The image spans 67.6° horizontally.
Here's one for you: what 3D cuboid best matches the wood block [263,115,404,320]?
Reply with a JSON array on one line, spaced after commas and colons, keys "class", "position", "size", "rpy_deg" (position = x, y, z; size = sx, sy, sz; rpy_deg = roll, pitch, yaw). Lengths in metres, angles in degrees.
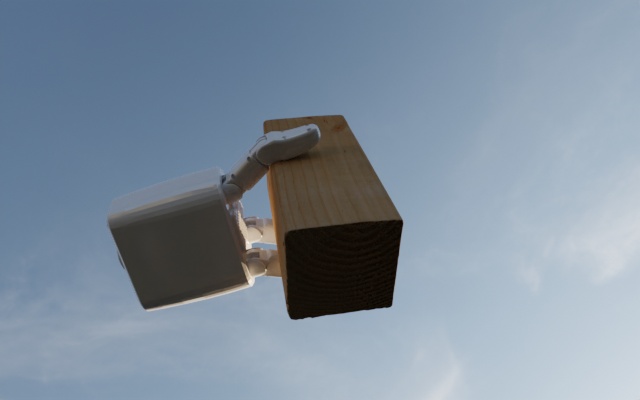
[{"class": "wood block", "position": [0.000, 0.001, 0.450], "size": [0.090, 0.091, 0.206], "rpy_deg": [-5, 33, -9]}]
